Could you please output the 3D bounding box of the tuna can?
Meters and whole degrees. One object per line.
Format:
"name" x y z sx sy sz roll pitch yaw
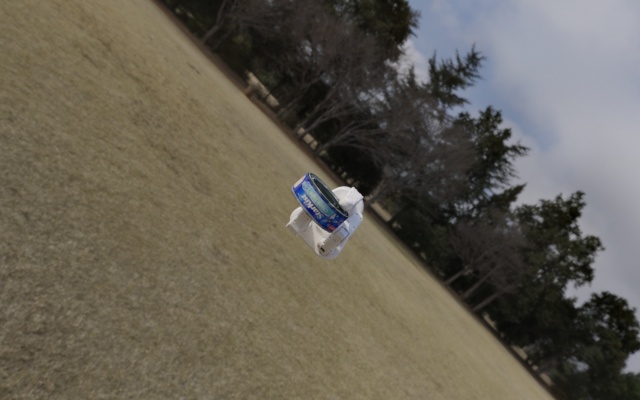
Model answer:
"tuna can" 0.001 0.002 0.663 0.034 0.086 0.086 -41 -9 10
